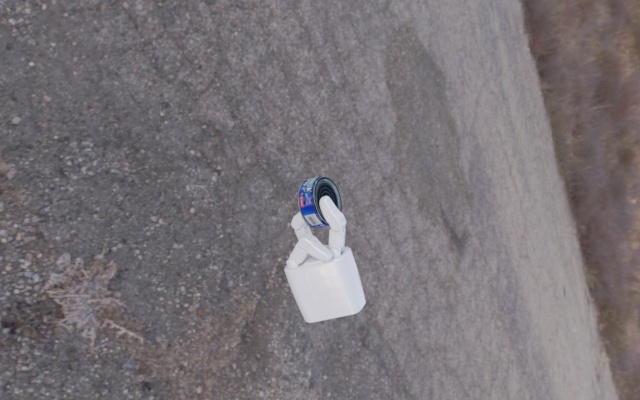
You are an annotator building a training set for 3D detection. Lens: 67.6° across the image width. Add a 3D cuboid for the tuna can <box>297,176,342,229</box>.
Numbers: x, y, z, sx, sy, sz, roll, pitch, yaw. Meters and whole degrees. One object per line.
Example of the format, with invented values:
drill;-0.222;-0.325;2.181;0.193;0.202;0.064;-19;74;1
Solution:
tuna can;0.001;0.002;0.807;0.034;0.086;0.086;-13;-7;34
